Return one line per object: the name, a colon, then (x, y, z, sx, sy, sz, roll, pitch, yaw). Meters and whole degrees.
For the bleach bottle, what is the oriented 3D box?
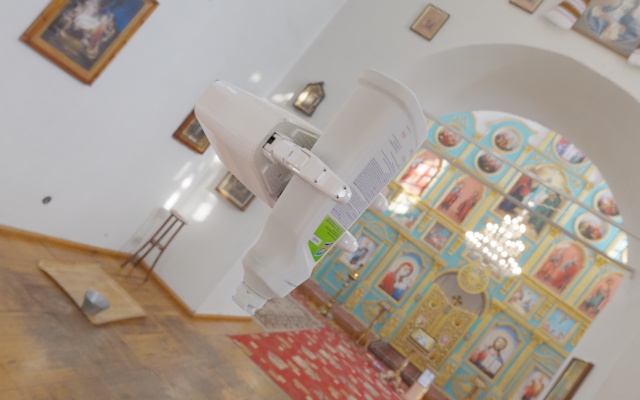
bleach bottle: (0.000, 0.002, 0.463, 0.068, 0.251, 0.103, 37, -4, 31)
